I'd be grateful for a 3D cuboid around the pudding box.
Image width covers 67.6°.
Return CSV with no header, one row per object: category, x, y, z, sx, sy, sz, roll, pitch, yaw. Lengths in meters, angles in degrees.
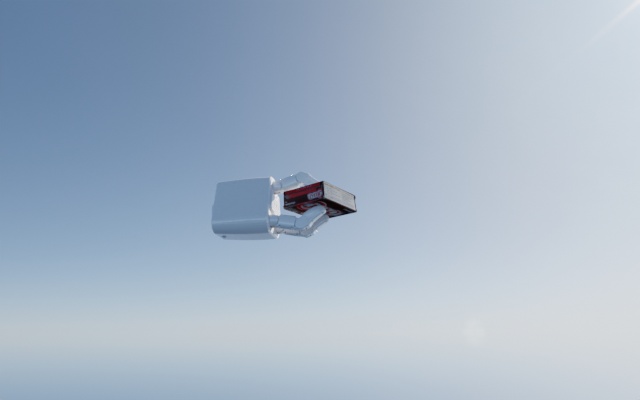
pudding box,0.000,0.003,0.876,0.090,0.039,0.113,-13,-19,33
